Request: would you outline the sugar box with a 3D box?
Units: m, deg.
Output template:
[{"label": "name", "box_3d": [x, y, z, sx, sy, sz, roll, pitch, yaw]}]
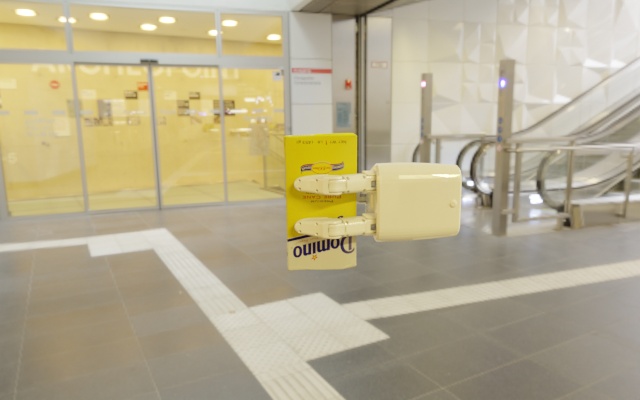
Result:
[{"label": "sugar box", "box_3d": [0.000, 0.002, 0.623, 0.093, 0.176, 0.048, -2, 10, -3]}]
